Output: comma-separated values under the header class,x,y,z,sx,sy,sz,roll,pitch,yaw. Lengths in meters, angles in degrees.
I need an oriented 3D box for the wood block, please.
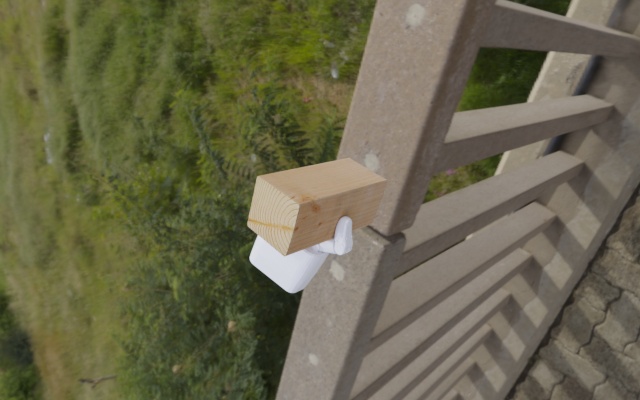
class,x,y,z,sx,sy,sz,roll,pitch,yaw
wood block,0.000,0.003,0.747,0.090,0.090,0.206,35,33,31
